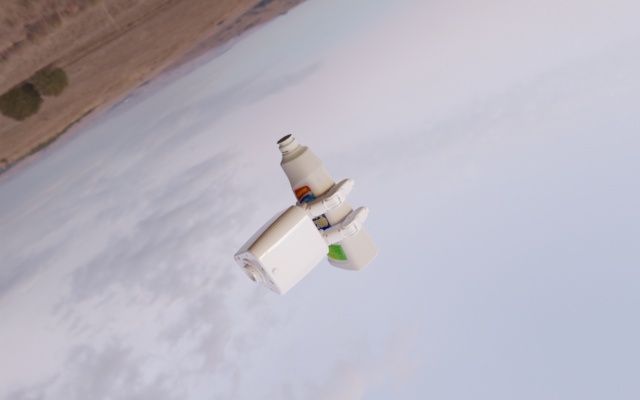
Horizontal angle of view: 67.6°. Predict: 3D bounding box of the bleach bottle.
[{"bbox_3d":[0.000,0.003,0.794,0.068,0.251,0.102,-42,24,-25],"label":"bleach bottle"}]
